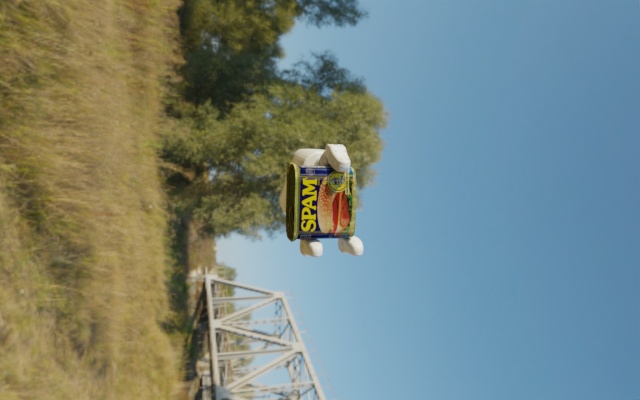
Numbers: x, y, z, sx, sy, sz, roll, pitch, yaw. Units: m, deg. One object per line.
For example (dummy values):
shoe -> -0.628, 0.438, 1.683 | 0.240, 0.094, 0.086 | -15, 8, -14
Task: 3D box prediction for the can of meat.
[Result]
can of meat -> 0.000, 0.002, 0.636 | 0.084, 0.102, 0.057 | 0, 7, -15
